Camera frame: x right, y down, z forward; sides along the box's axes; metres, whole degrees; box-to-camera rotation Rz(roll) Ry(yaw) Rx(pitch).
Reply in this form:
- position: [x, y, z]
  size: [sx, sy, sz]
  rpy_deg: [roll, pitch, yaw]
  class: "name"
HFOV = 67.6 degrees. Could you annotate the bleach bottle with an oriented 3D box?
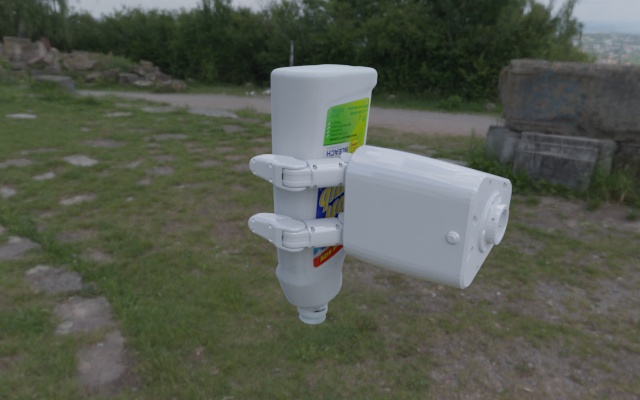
- position: [0.000, 0.001, 0.463]
  size: [0.068, 0.251, 0.102]
  rpy_deg: [16, 25, 35]
  class: "bleach bottle"
